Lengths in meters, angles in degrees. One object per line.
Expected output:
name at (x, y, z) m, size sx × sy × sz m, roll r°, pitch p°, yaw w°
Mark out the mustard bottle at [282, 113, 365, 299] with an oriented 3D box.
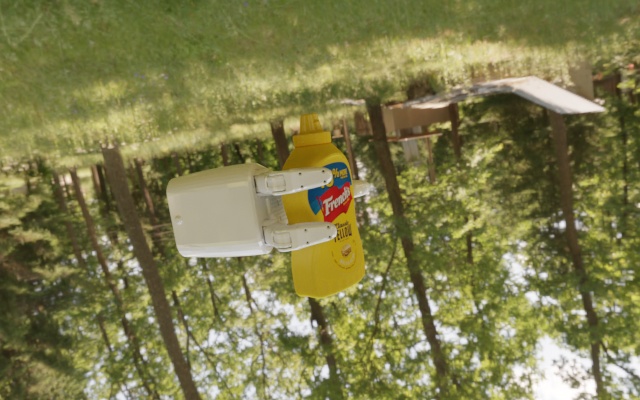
mustard bottle at (0.000, 0.002, 0.522) m, size 0.058 × 0.191 × 0.096 m, roll -2°, pitch 9°, yaw 41°
